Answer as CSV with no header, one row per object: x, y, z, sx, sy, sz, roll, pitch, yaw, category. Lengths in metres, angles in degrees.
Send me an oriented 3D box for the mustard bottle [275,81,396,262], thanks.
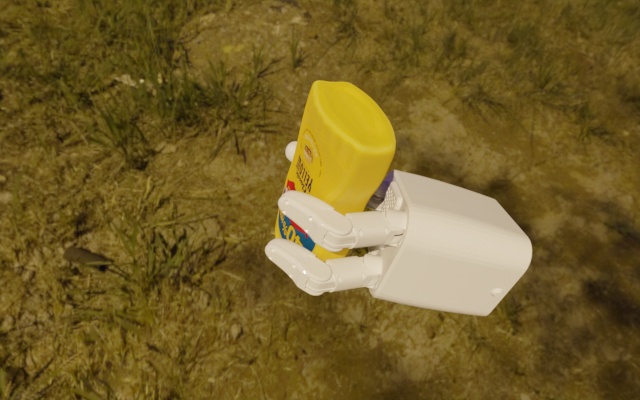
0.000,0.001,0.415,0.058,0.192,0.096,-5,46,-26,mustard bottle
